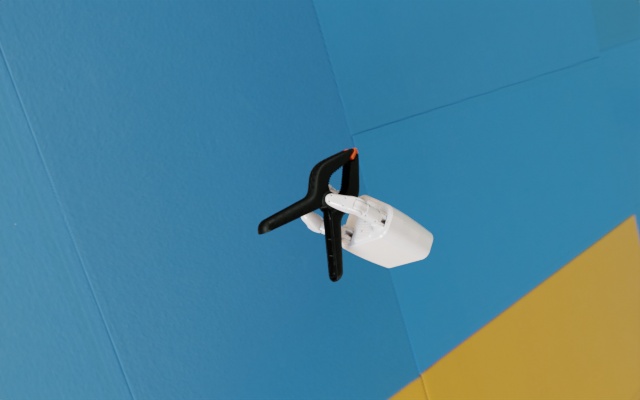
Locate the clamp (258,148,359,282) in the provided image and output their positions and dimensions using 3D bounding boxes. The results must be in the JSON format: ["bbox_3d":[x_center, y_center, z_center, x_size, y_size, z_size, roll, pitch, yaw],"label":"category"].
[{"bbox_3d":[0.001,0.002,0.743,0.164,0.210,0.036,30,-17,-31],"label":"clamp"}]
